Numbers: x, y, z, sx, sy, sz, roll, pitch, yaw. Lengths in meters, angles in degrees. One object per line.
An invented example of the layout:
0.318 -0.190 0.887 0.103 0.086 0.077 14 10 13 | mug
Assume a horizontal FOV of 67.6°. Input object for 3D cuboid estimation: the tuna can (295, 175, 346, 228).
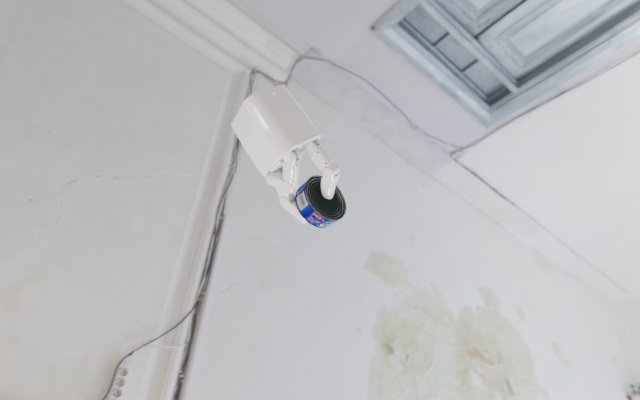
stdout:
0.000 0.003 0.803 0.086 0.086 0.034 0 -29 -44 | tuna can
